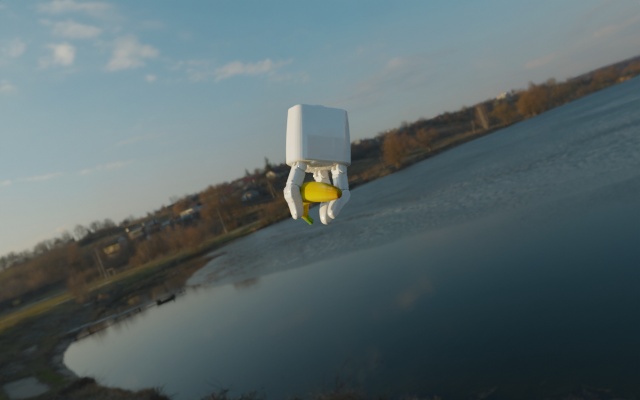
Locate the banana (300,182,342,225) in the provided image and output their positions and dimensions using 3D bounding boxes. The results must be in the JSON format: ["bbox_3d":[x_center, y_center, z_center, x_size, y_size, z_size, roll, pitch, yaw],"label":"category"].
[{"bbox_3d":[-0.018,-0.004,0.872,0.069,0.037,0.198,24,-20,-8],"label":"banana"}]
